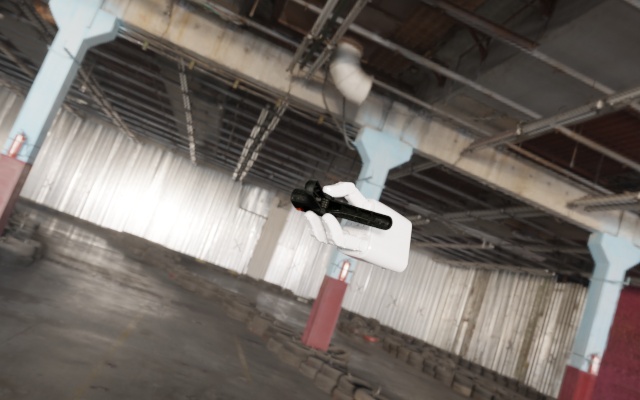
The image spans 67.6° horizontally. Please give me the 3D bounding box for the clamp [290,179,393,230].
[{"bbox_3d":[0.000,0.002,0.809,0.164,0.036,0.210,28,-12,-32],"label":"clamp"}]
